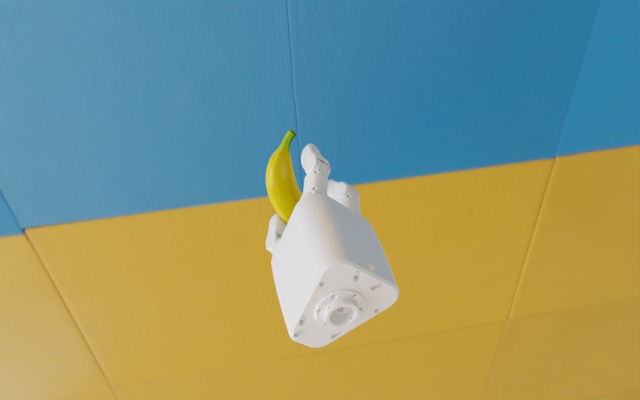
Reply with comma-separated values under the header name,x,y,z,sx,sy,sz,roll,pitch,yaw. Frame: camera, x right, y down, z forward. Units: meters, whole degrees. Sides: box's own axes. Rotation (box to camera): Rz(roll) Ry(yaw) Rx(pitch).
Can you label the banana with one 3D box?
name,x,y,z,sx,sy,sz,roll,pitch,yaw
banana,-0.018,0.009,0.606,0.069,0.198,0.037,-29,35,1
